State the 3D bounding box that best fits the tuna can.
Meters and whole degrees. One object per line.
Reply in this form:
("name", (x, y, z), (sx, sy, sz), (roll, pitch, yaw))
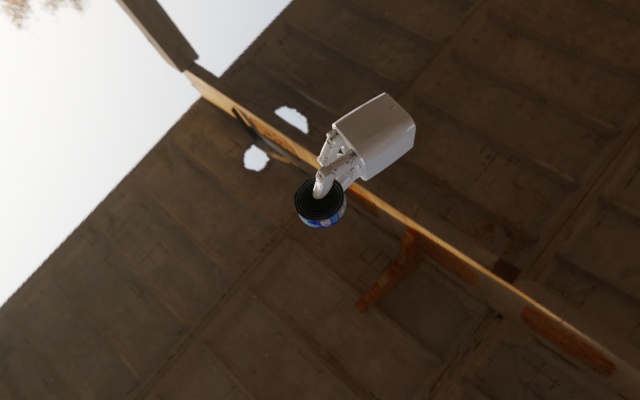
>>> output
("tuna can", (0.000, 0.003, 0.799), (0.086, 0.086, 0.034), (0, -29, 14))
